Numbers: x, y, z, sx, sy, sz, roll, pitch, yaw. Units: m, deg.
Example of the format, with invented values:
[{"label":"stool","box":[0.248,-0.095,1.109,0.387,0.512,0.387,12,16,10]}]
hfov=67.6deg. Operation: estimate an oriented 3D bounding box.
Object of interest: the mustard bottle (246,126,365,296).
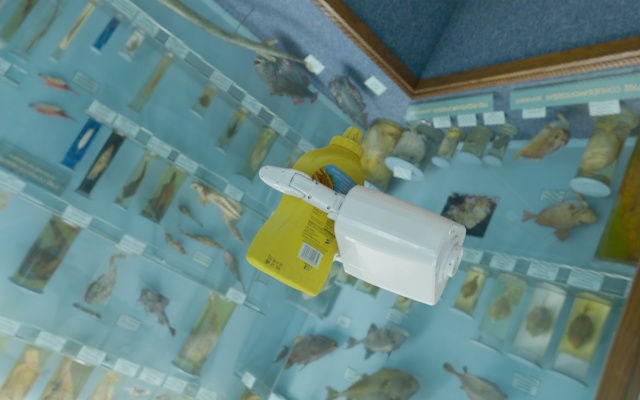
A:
[{"label":"mustard bottle","box":[0.000,0.002,0.530,0.058,0.191,0.096,11,-20,49]}]
